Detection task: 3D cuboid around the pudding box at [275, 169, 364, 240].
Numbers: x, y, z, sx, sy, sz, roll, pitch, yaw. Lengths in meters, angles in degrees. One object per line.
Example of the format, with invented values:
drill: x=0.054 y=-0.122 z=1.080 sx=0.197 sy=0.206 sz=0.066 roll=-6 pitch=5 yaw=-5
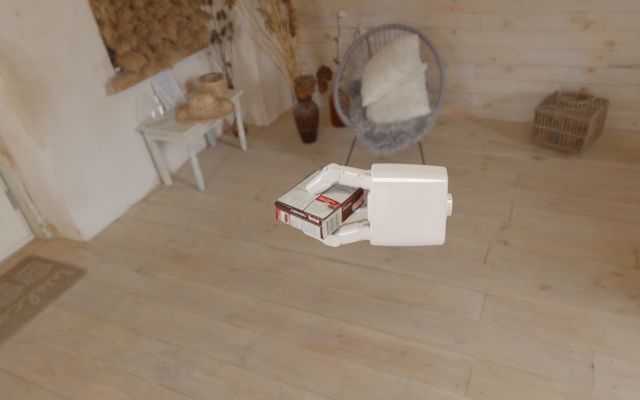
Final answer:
pudding box: x=0.000 y=0.002 z=0.720 sx=0.090 sy=0.039 sz=0.113 roll=21 pitch=39 yaw=30
